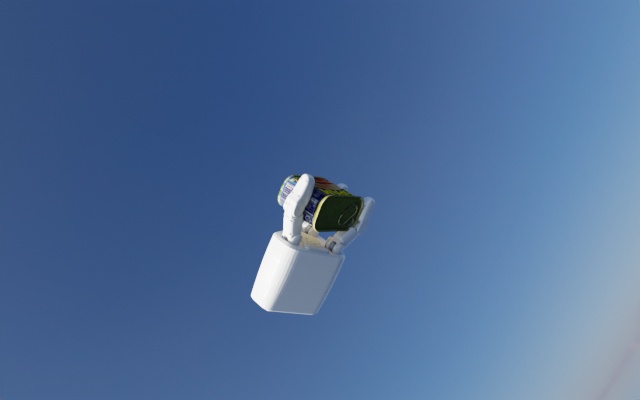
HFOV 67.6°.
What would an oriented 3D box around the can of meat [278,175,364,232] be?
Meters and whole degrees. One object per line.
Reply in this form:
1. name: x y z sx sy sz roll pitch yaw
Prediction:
1. can of meat: 0.000 0.002 0.709 0.084 0.057 0.102 31 18 36
